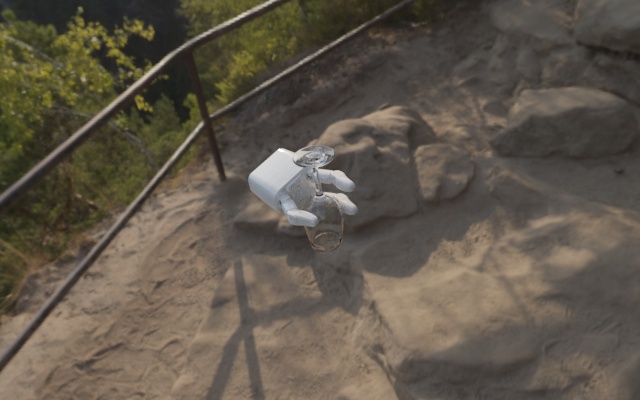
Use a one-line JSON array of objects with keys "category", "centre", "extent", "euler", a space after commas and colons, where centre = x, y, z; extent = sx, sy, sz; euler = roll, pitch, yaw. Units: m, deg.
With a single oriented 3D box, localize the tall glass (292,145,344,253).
[{"category": "tall glass", "centre": [0.000, 0.002, 0.882], "extent": [0.079, 0.201, 0.079], "euler": [-6, 35, 4]}]
